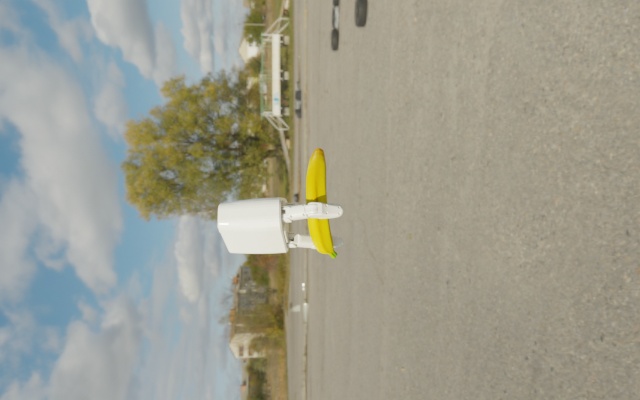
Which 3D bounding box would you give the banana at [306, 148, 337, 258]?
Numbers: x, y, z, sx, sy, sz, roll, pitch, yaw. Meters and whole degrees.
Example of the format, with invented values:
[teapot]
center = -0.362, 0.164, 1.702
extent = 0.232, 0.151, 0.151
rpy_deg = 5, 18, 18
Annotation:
[banana]
center = -0.003, 0.007, 0.823
extent = 0.037, 0.198, 0.069
rpy_deg = -6, 2, 11
